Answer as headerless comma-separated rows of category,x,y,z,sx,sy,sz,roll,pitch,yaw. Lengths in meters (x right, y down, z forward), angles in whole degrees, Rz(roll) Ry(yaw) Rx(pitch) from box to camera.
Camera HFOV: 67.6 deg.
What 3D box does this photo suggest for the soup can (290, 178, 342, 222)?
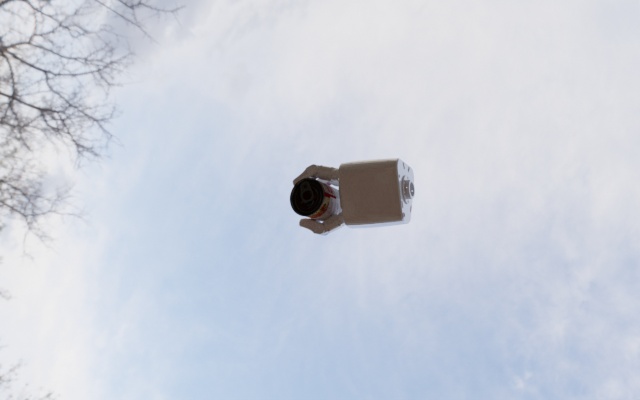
soup can,0.000,0.003,0.858,0.068,0.068,0.102,0,-11,29
